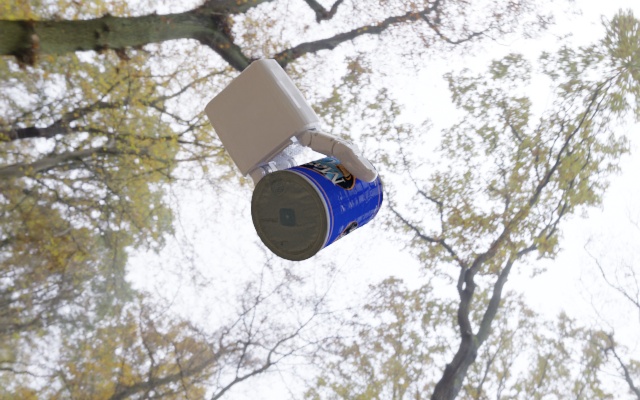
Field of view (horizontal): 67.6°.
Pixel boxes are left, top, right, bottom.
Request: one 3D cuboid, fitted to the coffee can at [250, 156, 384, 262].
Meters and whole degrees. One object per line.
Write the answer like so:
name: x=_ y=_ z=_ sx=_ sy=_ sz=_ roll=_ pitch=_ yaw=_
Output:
coffee can: x=0.000 y=0.002 z=0.572 sx=0.103 sy=0.103 sz=0.140 roll=0 pitch=13 yaw=33
